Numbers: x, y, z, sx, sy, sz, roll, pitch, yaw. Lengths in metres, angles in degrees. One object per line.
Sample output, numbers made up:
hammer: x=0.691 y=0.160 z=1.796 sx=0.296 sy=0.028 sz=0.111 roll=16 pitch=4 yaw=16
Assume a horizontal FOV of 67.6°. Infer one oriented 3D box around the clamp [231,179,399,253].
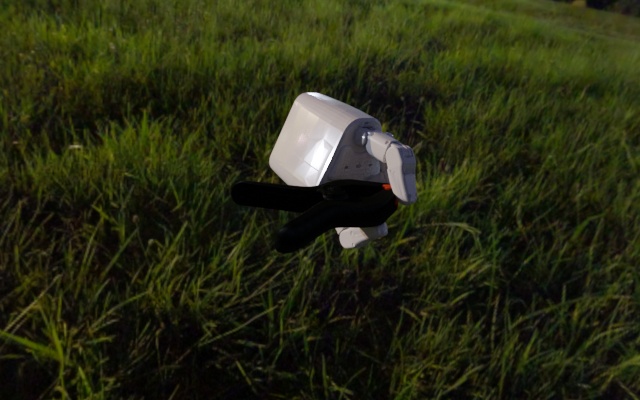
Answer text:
clamp: x=0.000 y=0.001 z=0.470 sx=0.171 sy=0.039 sz=0.120 roll=-9 pitch=34 yaw=-38
